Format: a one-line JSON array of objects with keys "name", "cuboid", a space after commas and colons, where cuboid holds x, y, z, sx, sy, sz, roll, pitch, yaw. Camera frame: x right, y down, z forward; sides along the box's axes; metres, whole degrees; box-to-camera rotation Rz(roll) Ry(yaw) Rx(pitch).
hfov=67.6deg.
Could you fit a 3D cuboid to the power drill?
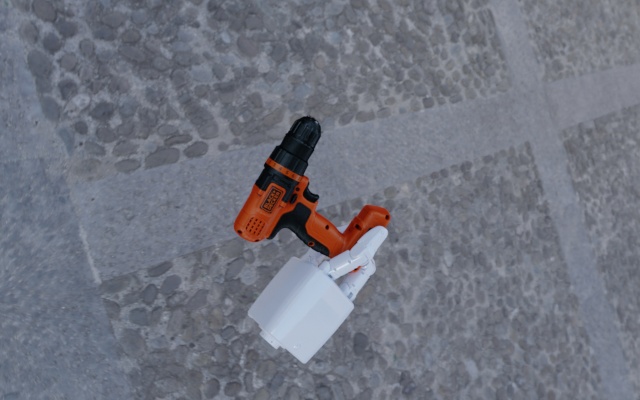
[{"name": "power drill", "cuboid": [0.000, 0.003, 0.654, 0.188, 0.184, 0.057, 30, 6, -17]}]
